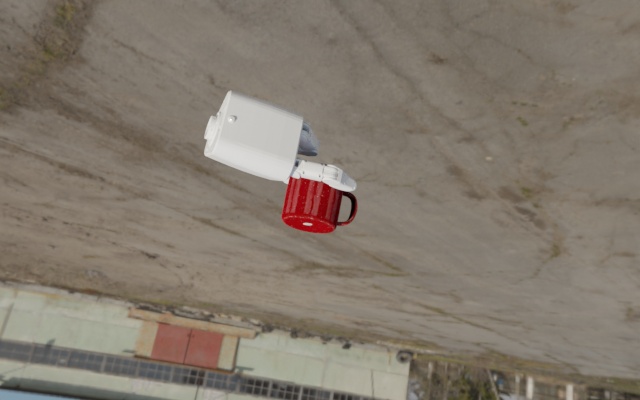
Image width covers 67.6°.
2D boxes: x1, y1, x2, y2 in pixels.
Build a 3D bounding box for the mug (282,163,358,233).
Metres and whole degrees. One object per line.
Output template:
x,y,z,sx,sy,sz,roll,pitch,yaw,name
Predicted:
0.001,0.003,0.704,0.117,0.081,0.093,18,-19,-21,mug
